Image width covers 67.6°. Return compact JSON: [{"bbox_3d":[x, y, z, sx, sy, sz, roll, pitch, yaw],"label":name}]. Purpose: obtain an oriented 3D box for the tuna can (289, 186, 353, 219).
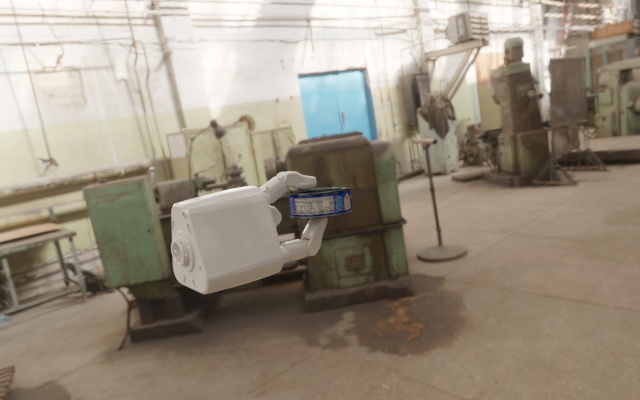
[{"bbox_3d":[0.000,0.002,0.650,0.086,0.034,0.086,-5,6,1],"label":"tuna can"}]
